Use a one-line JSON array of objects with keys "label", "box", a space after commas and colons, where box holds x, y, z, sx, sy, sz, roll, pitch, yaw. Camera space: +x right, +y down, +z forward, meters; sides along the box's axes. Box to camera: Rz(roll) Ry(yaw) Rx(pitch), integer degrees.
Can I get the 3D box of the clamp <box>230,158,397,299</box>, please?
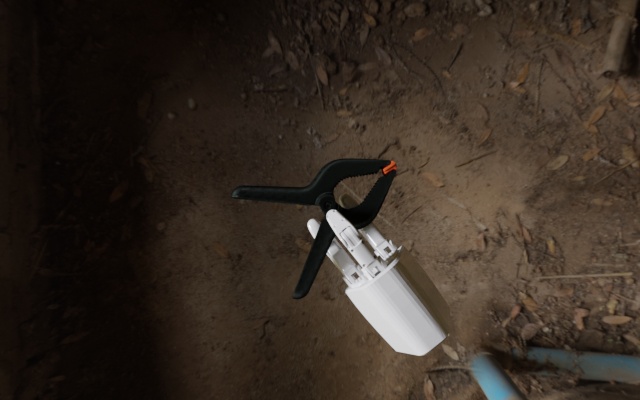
[{"label": "clamp", "box": [0.001, 0.002, 0.614, 0.210, 0.164, 0.036, -39, 0, 0]}]
